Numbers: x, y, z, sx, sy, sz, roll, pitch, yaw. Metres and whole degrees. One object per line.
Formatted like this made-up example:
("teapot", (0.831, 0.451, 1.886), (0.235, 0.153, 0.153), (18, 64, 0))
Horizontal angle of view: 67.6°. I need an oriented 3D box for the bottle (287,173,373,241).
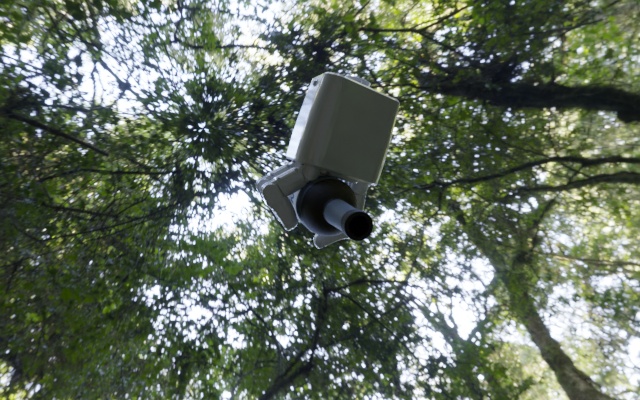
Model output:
("bottle", (0.000, 0.002, 0.569), (0.069, 0.069, 0.295), (0, 8, -14))
